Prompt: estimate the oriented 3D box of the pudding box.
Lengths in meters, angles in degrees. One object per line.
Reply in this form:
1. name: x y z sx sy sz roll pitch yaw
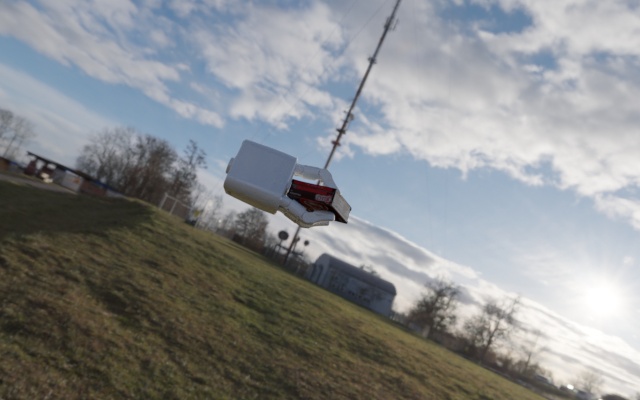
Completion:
1. pudding box: 0.000 0.003 0.889 0.090 0.039 0.113 14 -12 23
